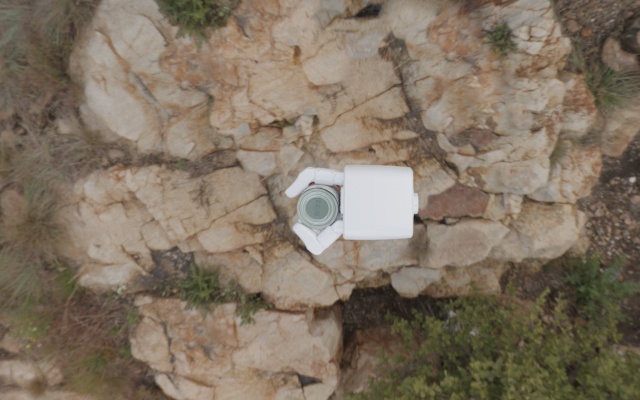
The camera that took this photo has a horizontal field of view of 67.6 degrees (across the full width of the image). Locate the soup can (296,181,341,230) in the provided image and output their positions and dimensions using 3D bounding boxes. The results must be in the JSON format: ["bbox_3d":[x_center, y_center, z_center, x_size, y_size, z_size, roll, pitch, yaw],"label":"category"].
[{"bbox_3d":[0.000,0.002,0.779,0.068,0.068,0.102,0,13,6],"label":"soup can"}]
